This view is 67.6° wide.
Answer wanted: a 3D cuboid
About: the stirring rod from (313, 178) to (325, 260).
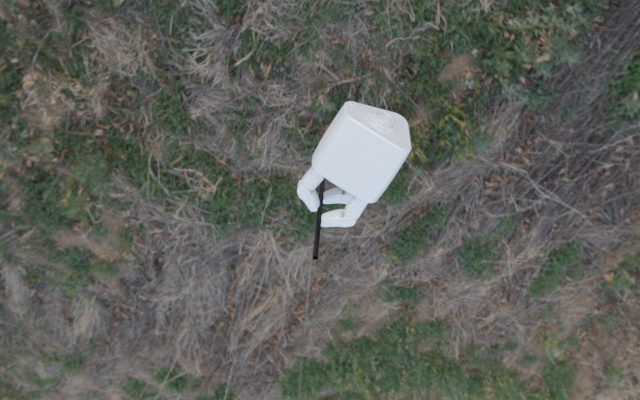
[{"bbox_3d":[0.000,0.002,0.777,0.011,0.011,0.239,0,42,5],"label":"stirring rod"}]
